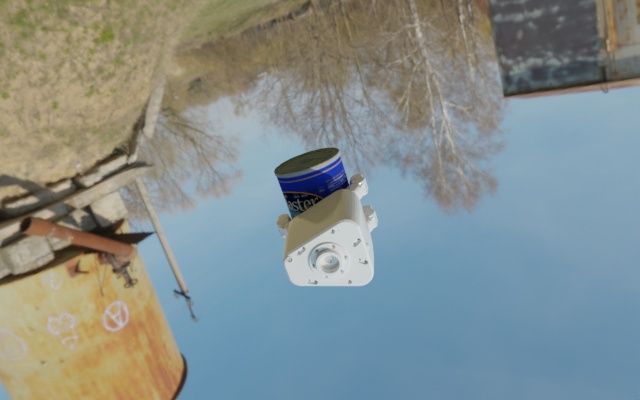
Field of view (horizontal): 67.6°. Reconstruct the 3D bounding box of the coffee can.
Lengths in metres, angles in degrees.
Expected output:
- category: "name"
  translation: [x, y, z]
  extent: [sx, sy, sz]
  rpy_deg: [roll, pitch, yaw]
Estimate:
- category: "coffee can"
  translation: [0.000, 0.002, 0.732]
  extent: [0.103, 0.140, 0.102]
  rpy_deg: [-17, 18, 6]
